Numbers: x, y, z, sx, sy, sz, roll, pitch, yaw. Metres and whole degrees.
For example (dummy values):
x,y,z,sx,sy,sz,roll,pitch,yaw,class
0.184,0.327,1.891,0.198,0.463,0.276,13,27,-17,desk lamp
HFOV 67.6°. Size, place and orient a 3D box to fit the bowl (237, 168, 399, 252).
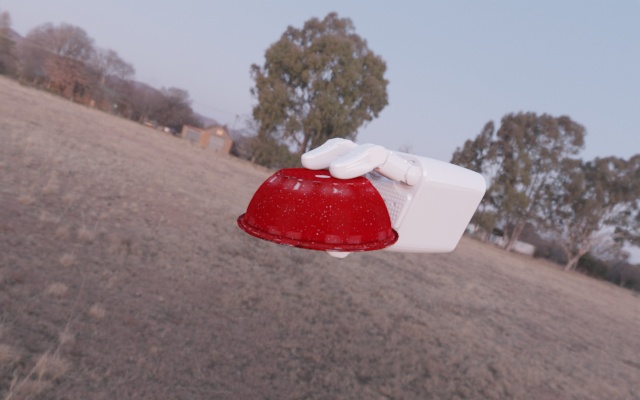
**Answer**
x,y,z,sx,sy,sz,roll,pitch,yaw,class
-0.001,0.001,0.472,0.162,0.055,0.162,5,11,-1,bowl
